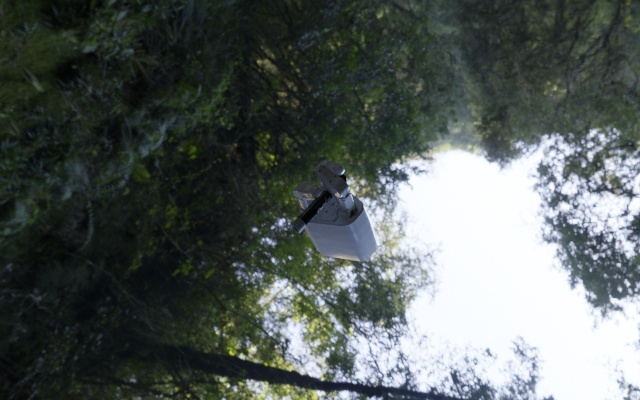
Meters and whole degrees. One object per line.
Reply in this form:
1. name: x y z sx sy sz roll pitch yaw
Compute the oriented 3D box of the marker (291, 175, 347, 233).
1. marker: 0.000 0.002 0.741 0.121 0.020 0.020 -47 22 -22
